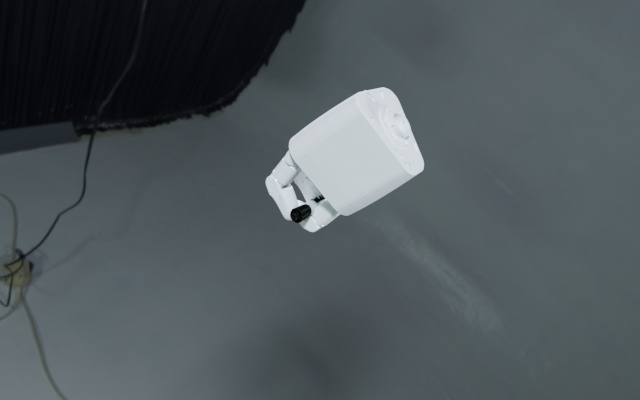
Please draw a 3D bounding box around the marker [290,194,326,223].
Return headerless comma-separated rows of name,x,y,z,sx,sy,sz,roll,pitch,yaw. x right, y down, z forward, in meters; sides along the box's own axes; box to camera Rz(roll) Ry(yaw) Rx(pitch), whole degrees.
marker,0.000,0.002,0.611,0.020,0.020,0.121,0,17,34
